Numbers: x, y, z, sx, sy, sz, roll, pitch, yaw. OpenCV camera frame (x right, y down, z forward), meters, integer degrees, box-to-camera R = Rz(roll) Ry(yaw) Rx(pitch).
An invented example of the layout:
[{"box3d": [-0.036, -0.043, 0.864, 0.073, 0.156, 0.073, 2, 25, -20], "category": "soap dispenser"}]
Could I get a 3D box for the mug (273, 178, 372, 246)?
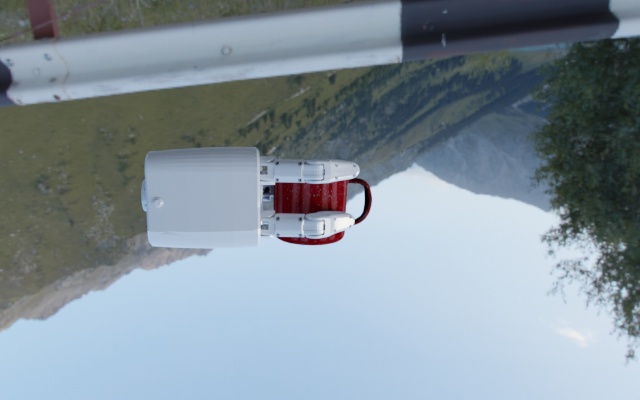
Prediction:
[{"box3d": [0.002, 0.002, 0.539, 0.117, 0.081, 0.093, 0, 11, -8], "category": "mug"}]
